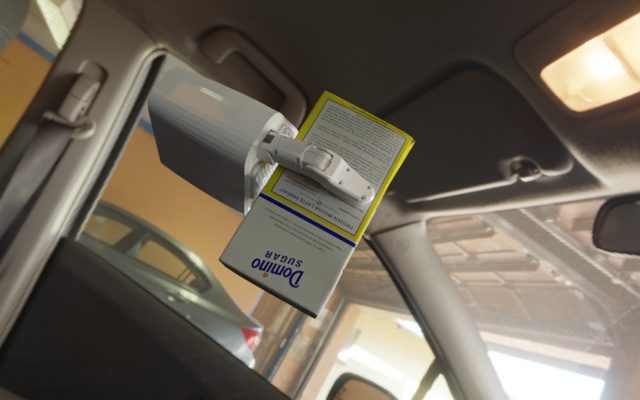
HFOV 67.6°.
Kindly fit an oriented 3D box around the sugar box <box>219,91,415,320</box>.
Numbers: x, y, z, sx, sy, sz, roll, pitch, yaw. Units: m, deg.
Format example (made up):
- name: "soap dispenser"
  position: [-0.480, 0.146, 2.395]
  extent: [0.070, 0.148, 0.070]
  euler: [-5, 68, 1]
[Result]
- name: "sugar box"
  position: [0.000, 0.001, 0.412]
  extent: [0.093, 0.176, 0.048]
  euler: [29, -15, 7]
